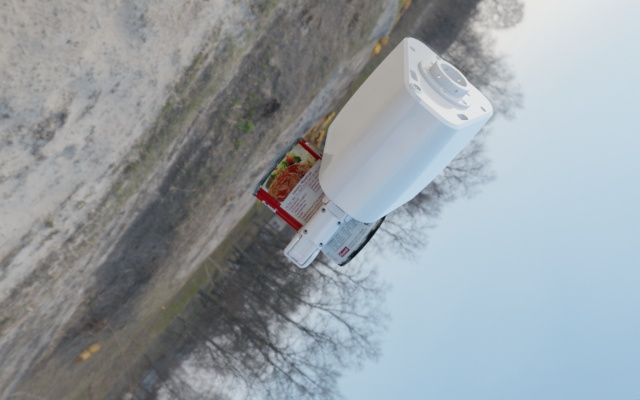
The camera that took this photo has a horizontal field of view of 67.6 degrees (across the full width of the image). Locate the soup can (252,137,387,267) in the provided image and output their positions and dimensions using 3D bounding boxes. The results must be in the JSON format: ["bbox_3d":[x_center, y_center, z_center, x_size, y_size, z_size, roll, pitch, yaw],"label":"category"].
[{"bbox_3d":[0.000,0.002,0.425,0.102,0.068,0.068,40,-2,-2],"label":"soup can"}]
